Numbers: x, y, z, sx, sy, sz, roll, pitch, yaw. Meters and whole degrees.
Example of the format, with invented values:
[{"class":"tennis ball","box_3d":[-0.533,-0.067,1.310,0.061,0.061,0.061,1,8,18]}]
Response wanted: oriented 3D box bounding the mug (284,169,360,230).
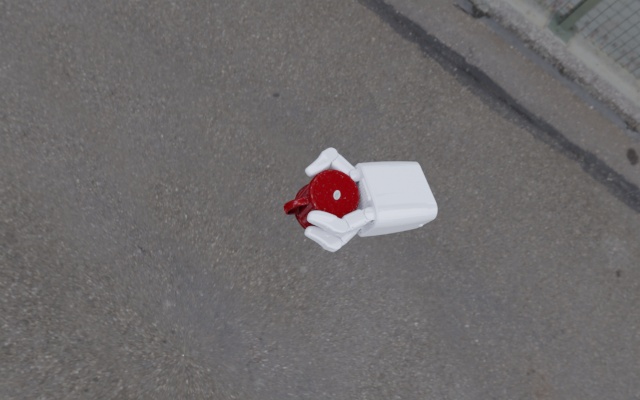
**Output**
[{"class":"mug","box_3d":[-0.001,0.002,0.748,0.117,0.093,0.081,-6,-16,-18]}]
